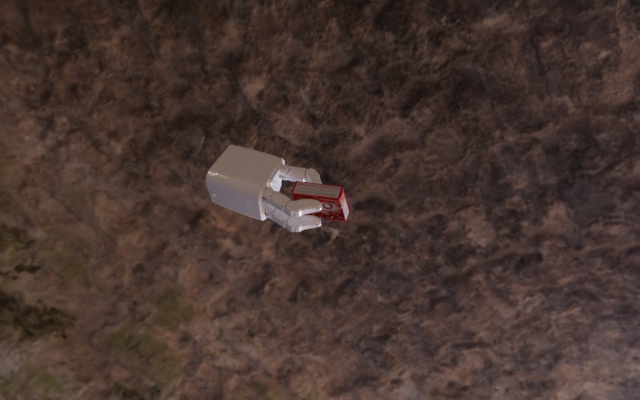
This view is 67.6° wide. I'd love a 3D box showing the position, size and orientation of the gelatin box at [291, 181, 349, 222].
[{"bbox_3d":[0.001,0.002,0.834,0.089,0.030,0.073,7,-33,18],"label":"gelatin box"}]
